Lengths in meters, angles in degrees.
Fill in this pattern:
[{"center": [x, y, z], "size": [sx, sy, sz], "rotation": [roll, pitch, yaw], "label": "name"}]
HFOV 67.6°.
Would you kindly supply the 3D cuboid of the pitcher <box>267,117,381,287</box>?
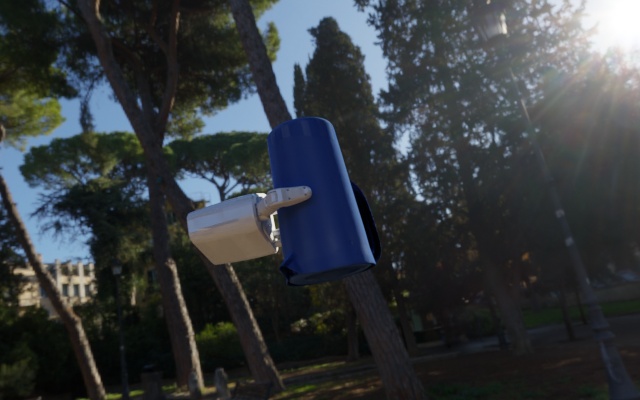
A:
[{"center": [0.000, 0.002, 0.731], "size": [0.145, 0.242, 0.149], "rotation": [-14, -16, 7], "label": "pitcher"}]
